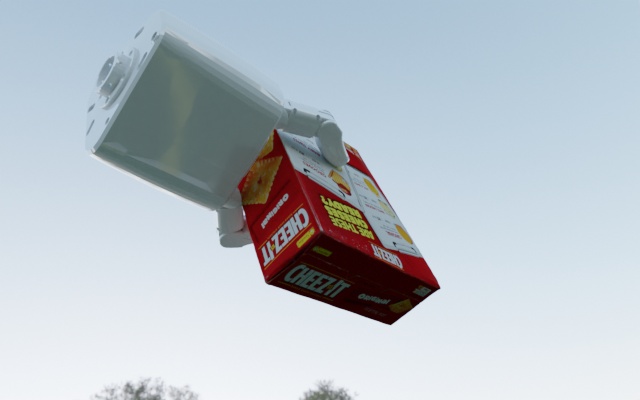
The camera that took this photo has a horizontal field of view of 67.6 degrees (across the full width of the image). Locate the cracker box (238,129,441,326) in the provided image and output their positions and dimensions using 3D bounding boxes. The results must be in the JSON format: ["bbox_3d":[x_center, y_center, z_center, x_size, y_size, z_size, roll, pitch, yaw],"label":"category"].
[{"bbox_3d":[0.000,0.001,0.457,0.164,0.213,0.072,28,-64,-40],"label":"cracker box"}]
